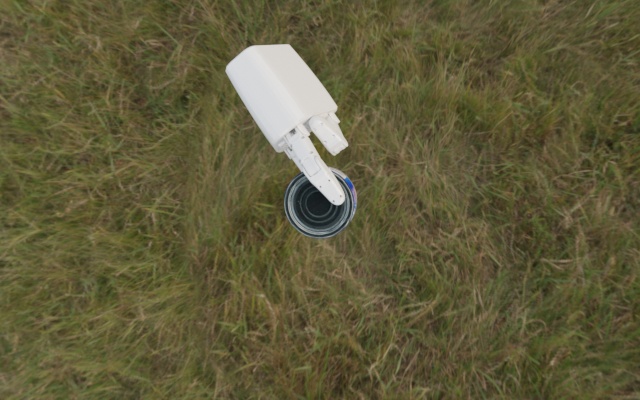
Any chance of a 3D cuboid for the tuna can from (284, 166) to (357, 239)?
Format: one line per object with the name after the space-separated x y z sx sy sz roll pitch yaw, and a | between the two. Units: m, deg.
0.000 0.002 0.574 0.086 0.086 0.033 0 9 9 | tuna can
